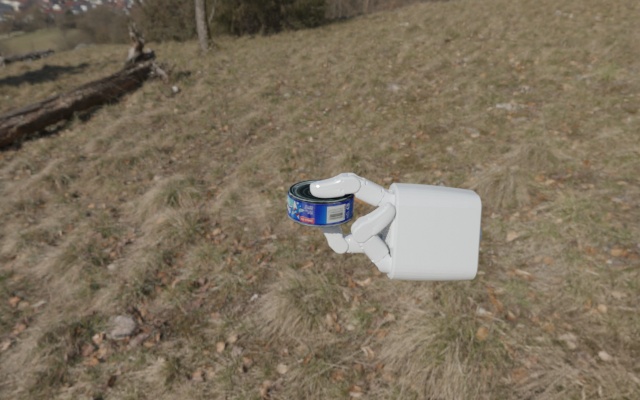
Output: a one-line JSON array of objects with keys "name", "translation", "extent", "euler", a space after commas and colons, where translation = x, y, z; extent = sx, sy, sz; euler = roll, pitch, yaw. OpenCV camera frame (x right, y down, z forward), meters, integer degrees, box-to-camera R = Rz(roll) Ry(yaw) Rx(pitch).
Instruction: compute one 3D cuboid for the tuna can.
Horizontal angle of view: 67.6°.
[{"name": "tuna can", "translation": [0.000, 0.001, 0.609], "extent": [0.086, 0.034, 0.086], "euler": [1, 21, -1]}]
